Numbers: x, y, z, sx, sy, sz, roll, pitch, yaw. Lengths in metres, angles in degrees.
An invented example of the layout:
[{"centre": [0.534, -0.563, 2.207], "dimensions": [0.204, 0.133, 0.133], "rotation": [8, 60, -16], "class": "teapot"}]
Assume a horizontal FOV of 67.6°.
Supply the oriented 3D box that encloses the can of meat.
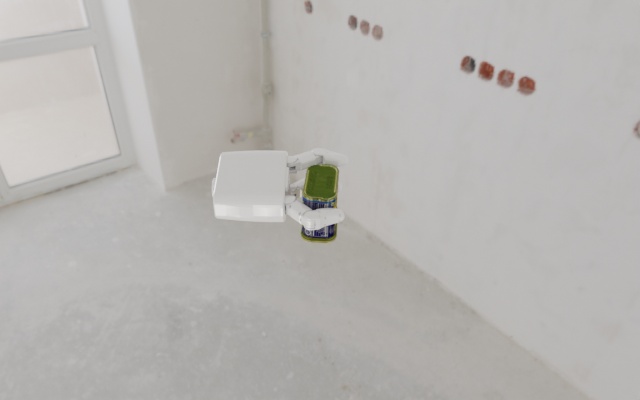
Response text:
[{"centre": [0.000, 0.002, 0.752], "dimensions": [0.057, 0.084, 0.102], "rotation": [3, 36, 3], "class": "can of meat"}]
